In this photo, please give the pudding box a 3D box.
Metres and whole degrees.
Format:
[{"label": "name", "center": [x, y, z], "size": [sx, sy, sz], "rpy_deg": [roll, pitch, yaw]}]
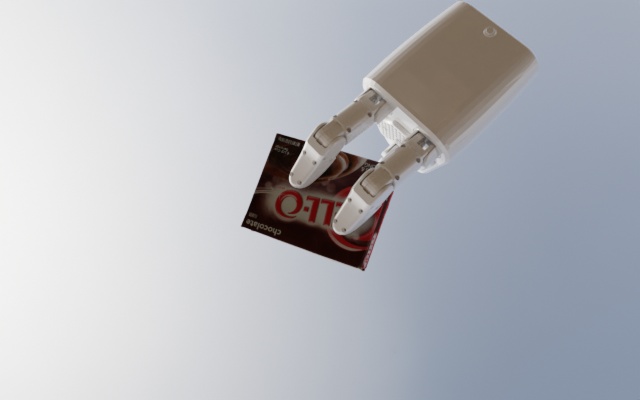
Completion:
[{"label": "pudding box", "center": [0.000, 0.001, 0.416], "size": [0.113, 0.090, 0.039], "rpy_deg": [17, -10, 16]}]
